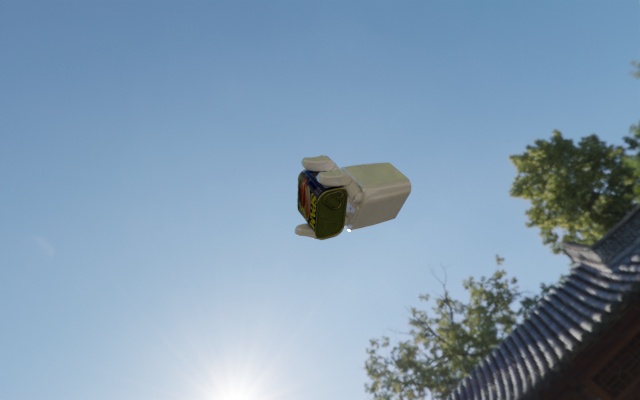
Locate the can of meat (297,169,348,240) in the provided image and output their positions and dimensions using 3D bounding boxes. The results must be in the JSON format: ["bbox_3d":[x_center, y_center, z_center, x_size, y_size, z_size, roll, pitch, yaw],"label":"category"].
[{"bbox_3d":[0.000,0.003,0.832,0.057,0.102,0.084,-14,39,-24],"label":"can of meat"}]
